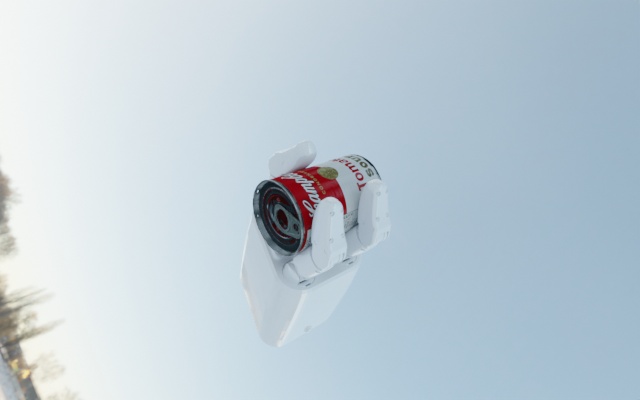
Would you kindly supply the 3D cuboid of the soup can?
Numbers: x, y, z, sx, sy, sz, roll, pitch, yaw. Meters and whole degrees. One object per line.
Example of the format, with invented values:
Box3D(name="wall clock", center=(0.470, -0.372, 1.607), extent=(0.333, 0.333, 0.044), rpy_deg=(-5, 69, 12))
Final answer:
Box3D(name="soup can", center=(0.000, 0.001, 0.432), extent=(0.102, 0.068, 0.068), rpy_deg=(-21, 13, -37))
